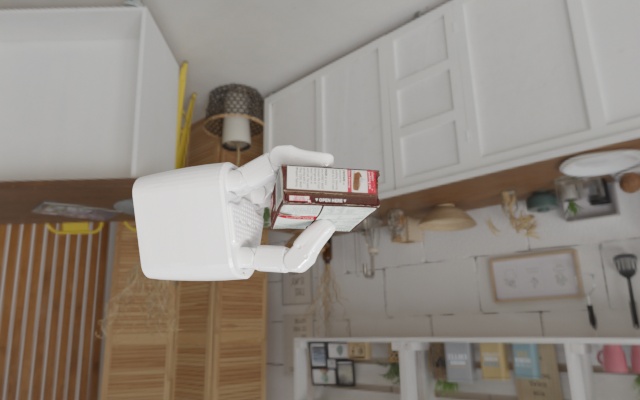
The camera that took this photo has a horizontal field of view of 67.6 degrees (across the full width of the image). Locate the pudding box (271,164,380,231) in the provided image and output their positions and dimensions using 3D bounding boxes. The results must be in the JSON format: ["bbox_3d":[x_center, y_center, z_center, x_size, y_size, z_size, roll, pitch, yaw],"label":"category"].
[{"bbox_3d":[0.000,0.002,0.465,0.090,0.039,0.113,2,-14,-10],"label":"pudding box"}]
